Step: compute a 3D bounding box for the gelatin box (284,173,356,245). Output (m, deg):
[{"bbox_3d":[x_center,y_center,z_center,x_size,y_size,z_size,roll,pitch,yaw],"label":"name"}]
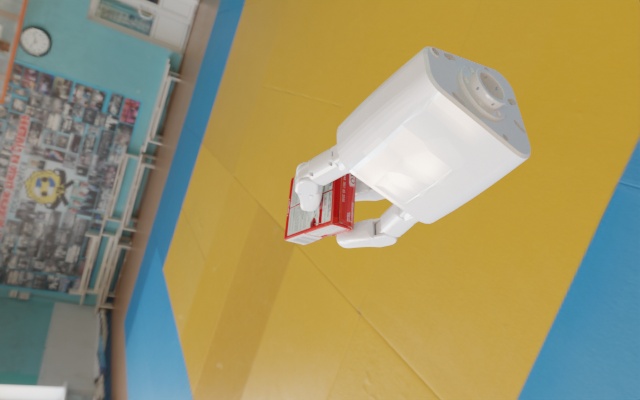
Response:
[{"bbox_3d":[-0.001,0.002,0.495,0.030,0.073,0.089,18,-25,-32],"label":"gelatin box"}]
